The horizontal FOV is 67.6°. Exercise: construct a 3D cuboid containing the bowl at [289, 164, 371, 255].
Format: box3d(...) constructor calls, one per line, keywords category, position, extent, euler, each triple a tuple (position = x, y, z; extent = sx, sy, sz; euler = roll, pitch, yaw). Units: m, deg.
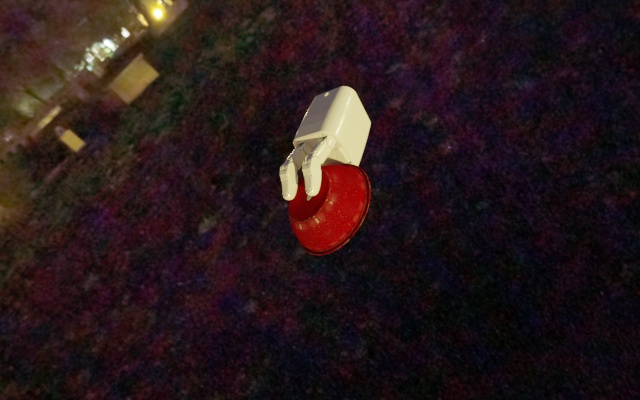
box3d(category="bowl", position=(0.000, 0.003, 0.758), extent=(0.055, 0.162, 0.162), euler=(30, -20, -38))
